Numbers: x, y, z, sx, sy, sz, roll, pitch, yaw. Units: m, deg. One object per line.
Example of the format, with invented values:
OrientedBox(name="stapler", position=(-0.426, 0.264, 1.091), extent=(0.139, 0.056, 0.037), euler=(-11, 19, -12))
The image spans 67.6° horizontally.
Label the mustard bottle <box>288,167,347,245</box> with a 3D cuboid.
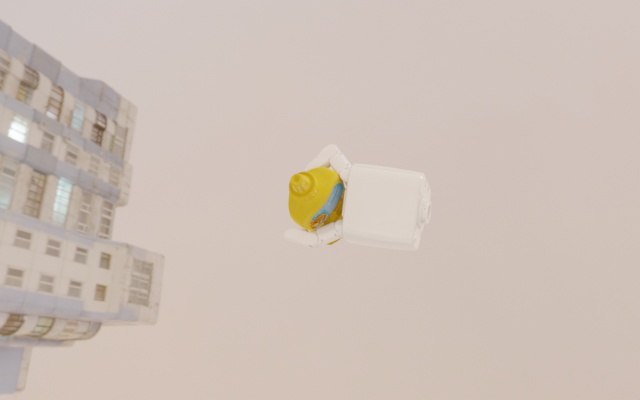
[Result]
OrientedBox(name="mustard bottle", position=(0.000, 0.002, 0.725), extent=(0.058, 0.096, 0.192), euler=(35, -4, 27))
